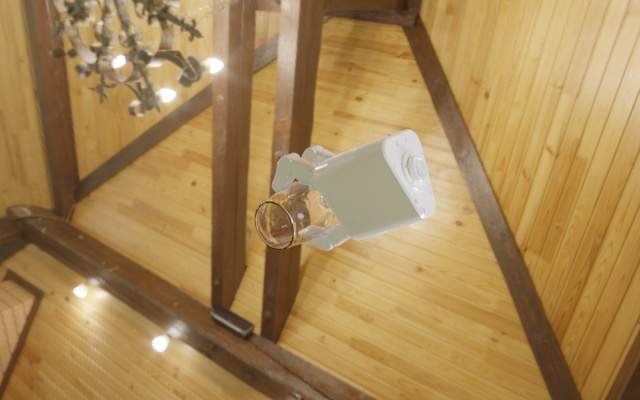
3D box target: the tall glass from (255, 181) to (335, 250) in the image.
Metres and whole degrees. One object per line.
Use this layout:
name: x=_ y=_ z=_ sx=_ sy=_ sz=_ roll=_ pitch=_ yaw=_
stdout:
tall glass: x=0.000 y=0.002 z=0.648 sx=0.079 sy=0.079 sz=0.201 roll=0 pitch=17 yaw=37
